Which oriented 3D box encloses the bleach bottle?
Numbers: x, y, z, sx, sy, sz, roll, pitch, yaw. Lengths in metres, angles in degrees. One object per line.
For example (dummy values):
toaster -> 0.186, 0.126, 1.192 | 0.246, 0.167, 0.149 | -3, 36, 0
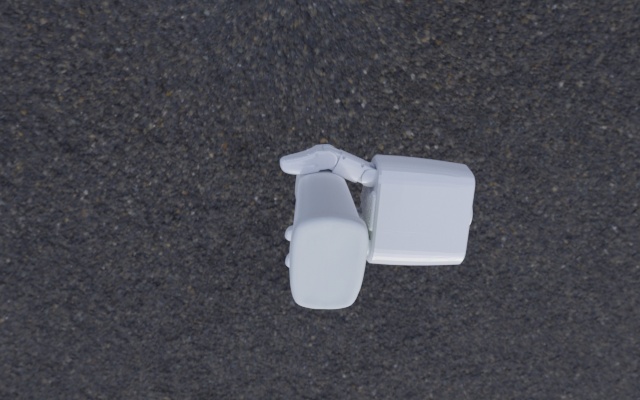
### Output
bleach bottle -> 0.000, 0.002, 0.526 | 0.068, 0.103, 0.250 | 3, 28, -5
